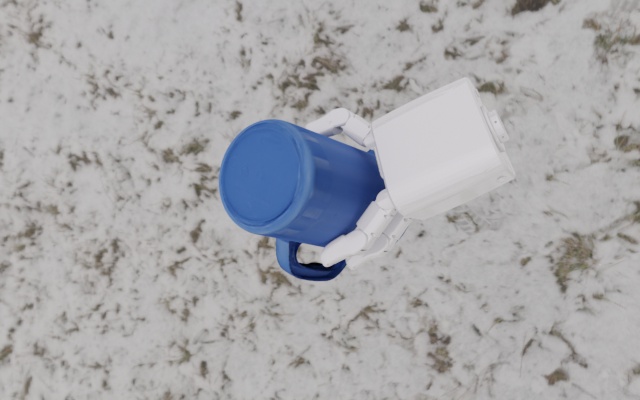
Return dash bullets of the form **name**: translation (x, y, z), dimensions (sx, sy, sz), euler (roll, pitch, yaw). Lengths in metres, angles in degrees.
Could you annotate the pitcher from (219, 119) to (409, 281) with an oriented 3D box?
- **pitcher**: translation (0.000, 0.002, 0.533), dimensions (0.145, 0.149, 0.243), euler (-25, -18, 25)
